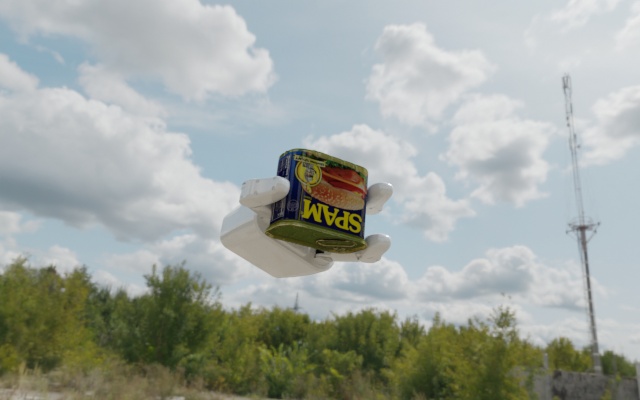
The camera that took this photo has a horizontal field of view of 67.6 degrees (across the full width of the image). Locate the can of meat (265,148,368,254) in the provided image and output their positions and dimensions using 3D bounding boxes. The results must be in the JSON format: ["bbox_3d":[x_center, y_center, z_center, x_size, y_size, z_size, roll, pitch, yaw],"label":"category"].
[{"bbox_3d":[0.000,0.001,0.489,0.102,0.084,0.057,17,-23,-28],"label":"can of meat"}]
